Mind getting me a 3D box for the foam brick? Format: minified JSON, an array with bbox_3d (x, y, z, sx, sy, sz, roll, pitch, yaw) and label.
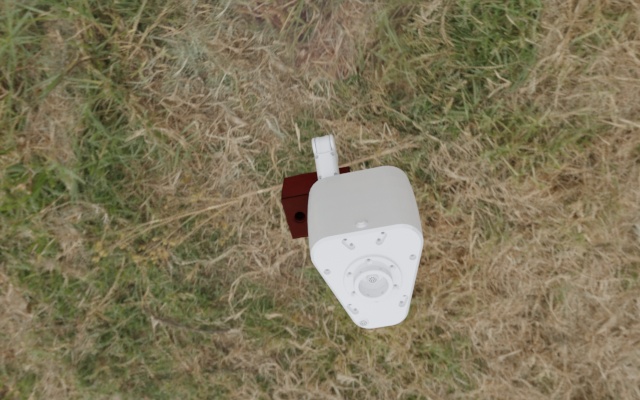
[{"bbox_3d":[0.000,0.002,0.523,0.078,0.053,0.051,-11,30,6],"label":"foam brick"}]
